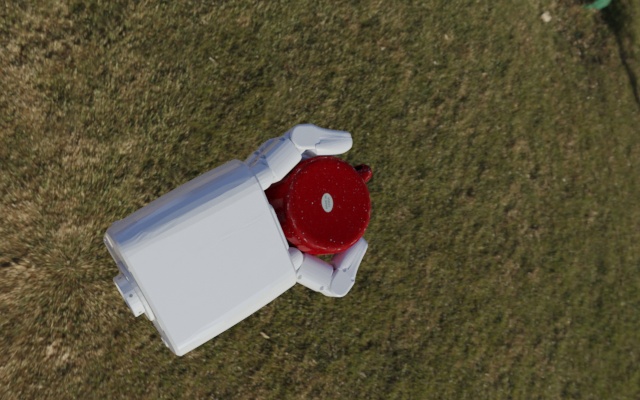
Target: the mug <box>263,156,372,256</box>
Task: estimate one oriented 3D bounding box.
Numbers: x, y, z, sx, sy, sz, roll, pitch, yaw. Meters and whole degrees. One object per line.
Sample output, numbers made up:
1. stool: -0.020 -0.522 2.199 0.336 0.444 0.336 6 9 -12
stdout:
1. mug: 0.001 0.001 0.427 0.117 0.093 0.081 -33 8 -26
